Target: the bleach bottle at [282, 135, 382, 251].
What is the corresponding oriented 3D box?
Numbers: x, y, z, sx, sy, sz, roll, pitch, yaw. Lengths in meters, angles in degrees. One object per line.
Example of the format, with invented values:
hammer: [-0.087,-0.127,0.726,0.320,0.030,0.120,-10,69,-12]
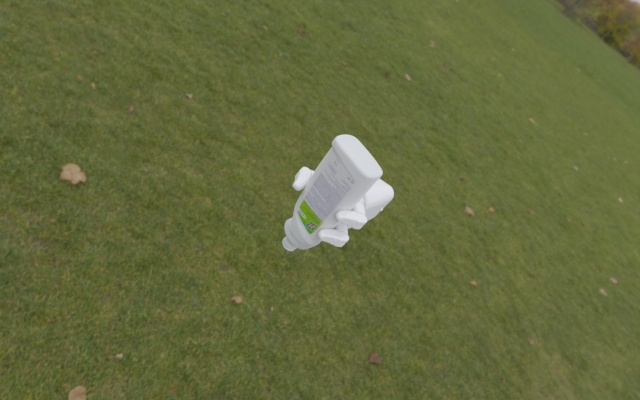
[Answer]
bleach bottle: [0.000,0.003,0.872,0.068,0.102,0.251,-15,-28,-51]
